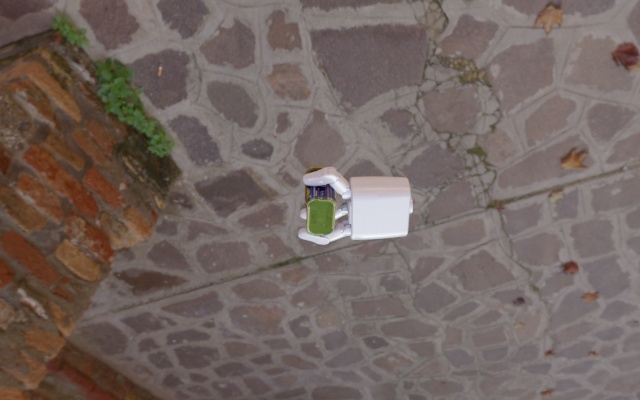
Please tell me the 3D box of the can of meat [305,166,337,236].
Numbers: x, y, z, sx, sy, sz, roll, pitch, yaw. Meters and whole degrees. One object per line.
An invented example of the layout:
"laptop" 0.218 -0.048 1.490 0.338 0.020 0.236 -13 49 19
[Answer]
"can of meat" 0.000 0.003 0.877 0.057 0.083 0.102 0 -45 -3
